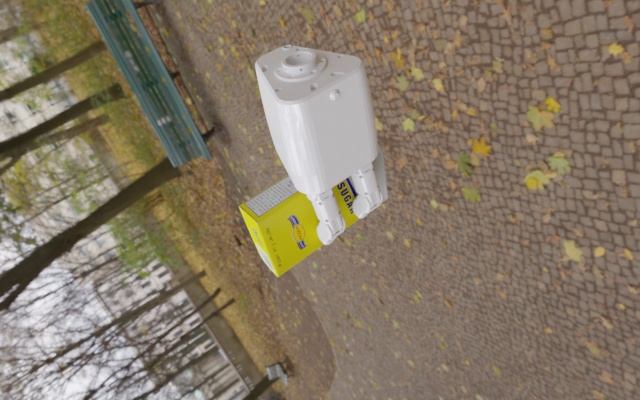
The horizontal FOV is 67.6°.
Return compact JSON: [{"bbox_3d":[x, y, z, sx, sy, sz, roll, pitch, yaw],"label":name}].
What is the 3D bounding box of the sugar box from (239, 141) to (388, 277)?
[{"bbox_3d":[0.000,0.002,0.556,0.176,0.093,0.048,-33,45,-19],"label":"sugar box"}]
